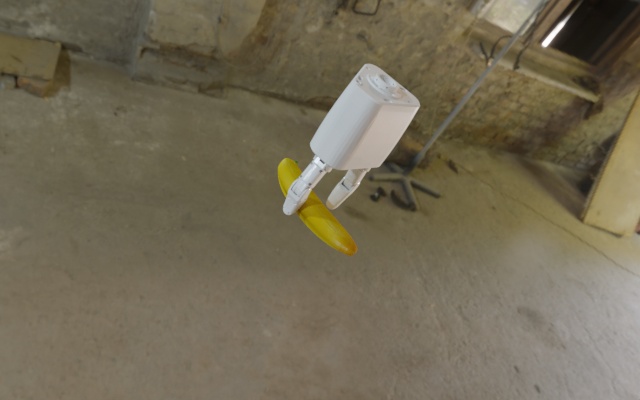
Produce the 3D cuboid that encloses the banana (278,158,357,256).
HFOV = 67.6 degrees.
[{"bbox_3d":[-0.015,-0.001,0.685,0.069,0.197,0.037,4,-47,-43],"label":"banana"}]
